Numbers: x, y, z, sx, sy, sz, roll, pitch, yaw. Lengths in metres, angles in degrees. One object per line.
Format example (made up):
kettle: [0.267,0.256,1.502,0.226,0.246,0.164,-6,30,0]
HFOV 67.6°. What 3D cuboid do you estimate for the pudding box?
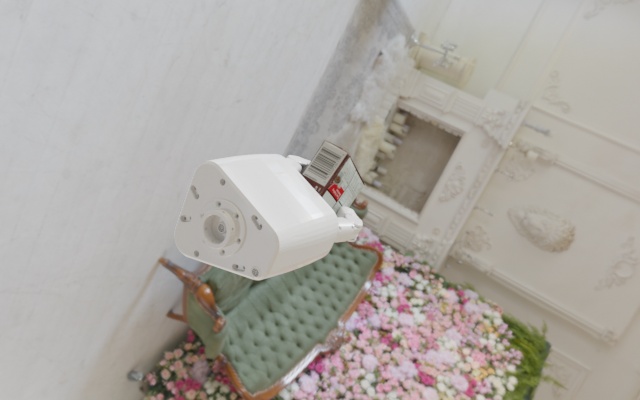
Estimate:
pudding box: [0.000,0.002,0.546,0.039,0.113,0.090,32,-8,24]
